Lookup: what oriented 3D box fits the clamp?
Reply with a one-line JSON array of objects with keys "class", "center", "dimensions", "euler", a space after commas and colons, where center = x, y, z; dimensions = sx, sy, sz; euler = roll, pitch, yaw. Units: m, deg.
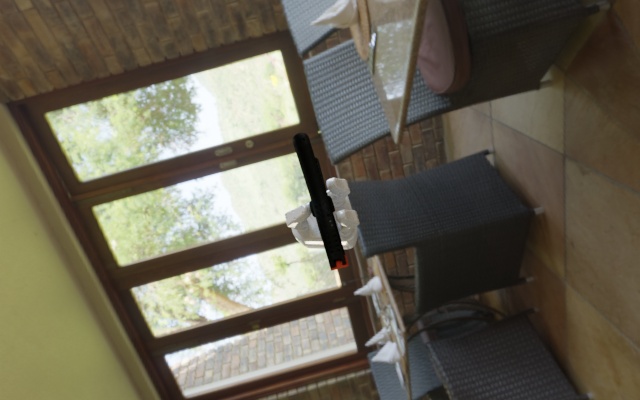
[{"class": "clamp", "center": [0.000, 0.003, 0.744], "dimensions": [0.036, 0.210, 0.164], "euler": [-17, -17, 4]}]
